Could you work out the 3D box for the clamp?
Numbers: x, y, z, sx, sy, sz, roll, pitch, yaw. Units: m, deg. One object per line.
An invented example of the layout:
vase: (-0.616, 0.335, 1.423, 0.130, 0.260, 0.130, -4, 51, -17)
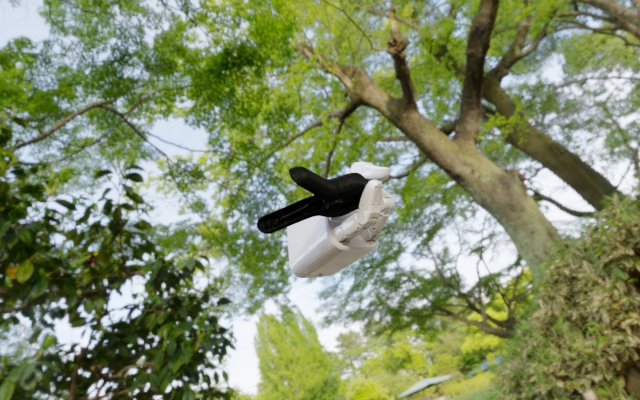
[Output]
clamp: (0.000, 0.001, 0.626, 0.171, 0.039, 0.120, 3, -33, -42)
